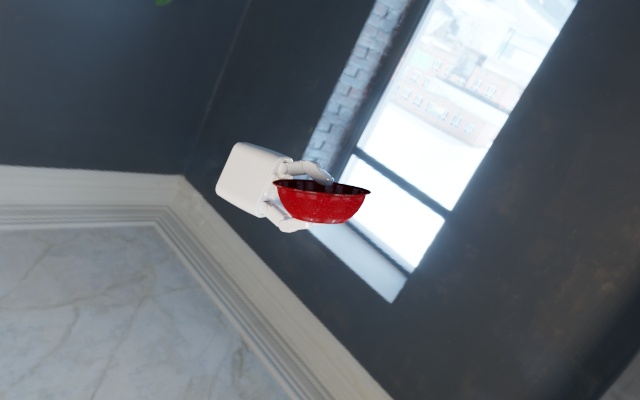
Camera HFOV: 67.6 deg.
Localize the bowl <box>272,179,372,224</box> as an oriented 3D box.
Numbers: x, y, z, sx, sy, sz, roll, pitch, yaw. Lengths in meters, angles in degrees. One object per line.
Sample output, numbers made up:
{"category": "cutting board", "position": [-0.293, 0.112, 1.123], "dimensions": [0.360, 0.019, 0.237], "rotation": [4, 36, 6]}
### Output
{"category": "bowl", "position": [0.001, 0.003, 0.776], "dimensions": [0.162, 0.055, 0.162], "rotation": [5, 8, -1]}
